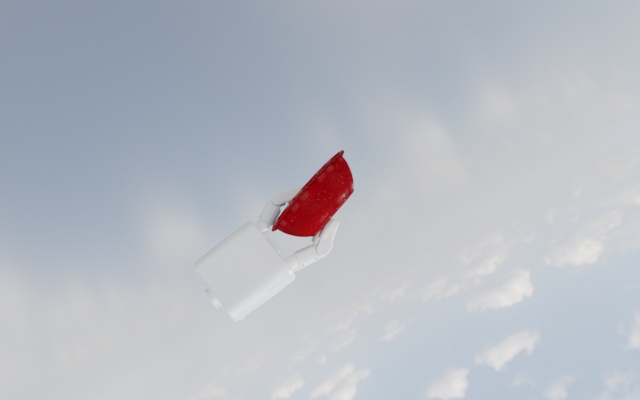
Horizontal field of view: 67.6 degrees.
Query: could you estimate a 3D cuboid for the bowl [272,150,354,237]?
[{"bbox_3d":[0.001,0.002,0.716,0.055,0.162,0.162,41,3,3],"label":"bowl"}]
